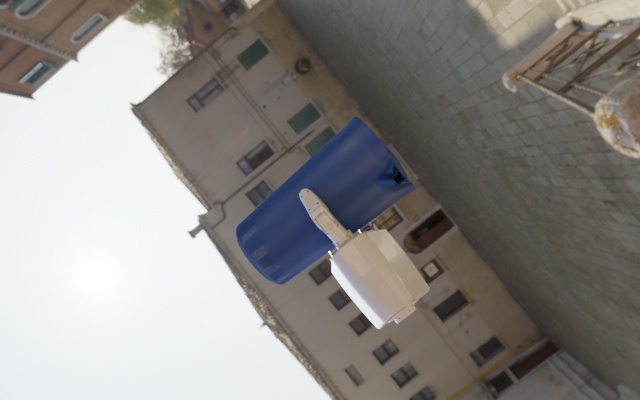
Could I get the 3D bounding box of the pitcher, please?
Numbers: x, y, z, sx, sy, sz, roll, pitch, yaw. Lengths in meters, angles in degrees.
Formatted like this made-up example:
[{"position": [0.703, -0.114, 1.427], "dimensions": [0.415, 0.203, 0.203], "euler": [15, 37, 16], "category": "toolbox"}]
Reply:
[{"position": [0.000, 0.002, 0.687], "dimensions": [0.243, 0.145, 0.149], "euler": [-39, -18, 4], "category": "pitcher"}]
